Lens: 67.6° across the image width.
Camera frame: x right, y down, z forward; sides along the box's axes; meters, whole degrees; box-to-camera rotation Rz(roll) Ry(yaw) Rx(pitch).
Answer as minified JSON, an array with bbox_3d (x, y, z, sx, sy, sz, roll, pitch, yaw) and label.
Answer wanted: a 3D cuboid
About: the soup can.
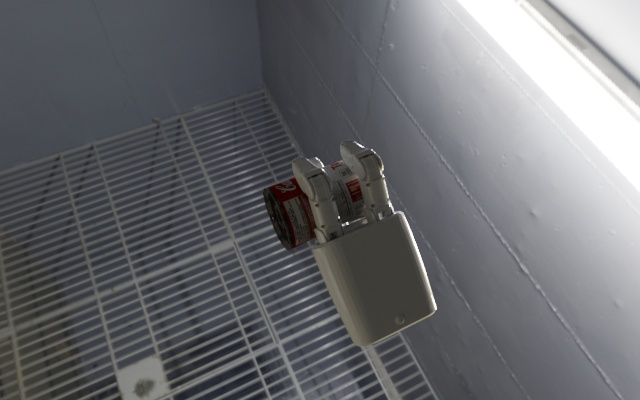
[{"bbox_3d":[0.000,0.001,0.499,0.102,0.068,0.068,-21,6,-15],"label":"soup can"}]
